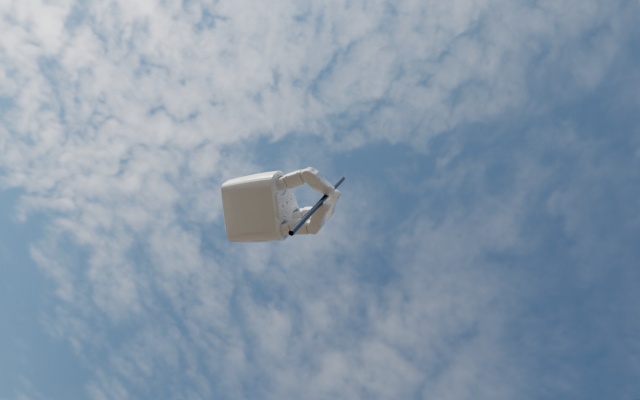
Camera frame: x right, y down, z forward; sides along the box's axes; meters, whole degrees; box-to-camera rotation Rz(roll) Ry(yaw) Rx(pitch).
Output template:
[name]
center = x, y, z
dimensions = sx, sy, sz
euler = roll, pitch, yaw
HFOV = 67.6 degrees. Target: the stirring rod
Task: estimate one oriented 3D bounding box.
[stirring rod]
center = 0.000, 0.002, 0.750
dimensions = 0.011, 0.011, 0.239
euler = 0, 20, 21
